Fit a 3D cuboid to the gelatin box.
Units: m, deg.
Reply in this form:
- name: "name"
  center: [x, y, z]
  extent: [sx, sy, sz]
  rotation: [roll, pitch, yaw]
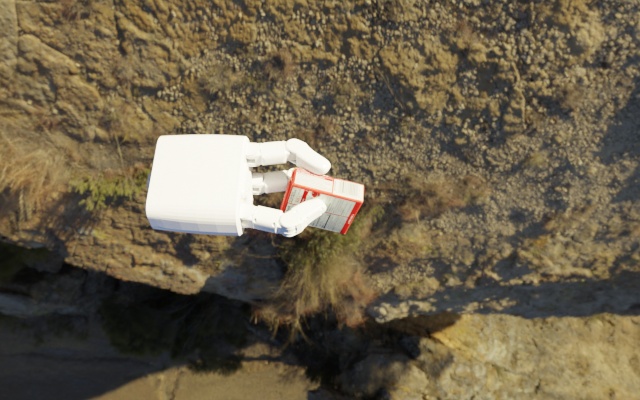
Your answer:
- name: "gelatin box"
  center: [0.000, 0.002, 0.583]
  extent: [0.089, 0.030, 0.073]
  rotation: [14, -39, -7]
